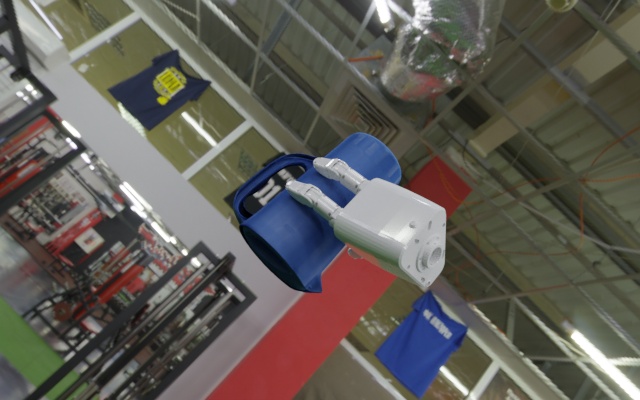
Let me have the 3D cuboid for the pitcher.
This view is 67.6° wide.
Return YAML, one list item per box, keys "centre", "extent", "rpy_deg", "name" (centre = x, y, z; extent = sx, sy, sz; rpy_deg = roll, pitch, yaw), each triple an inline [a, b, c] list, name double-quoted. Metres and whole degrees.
- centre: [0.000, 0.002, 0.713]
  extent: [0.242, 0.149, 0.145]
  rpy_deg: [-44, 44, -20]
  name: "pitcher"
